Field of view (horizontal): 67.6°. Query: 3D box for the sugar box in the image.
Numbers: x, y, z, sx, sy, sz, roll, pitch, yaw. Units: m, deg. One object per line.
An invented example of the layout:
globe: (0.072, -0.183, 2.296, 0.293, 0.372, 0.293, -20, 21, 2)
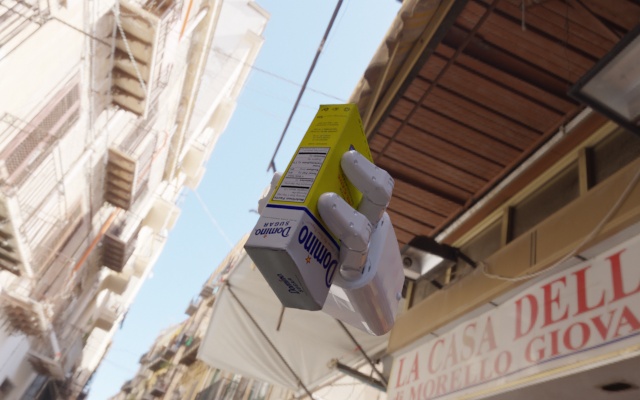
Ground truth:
sugar box: (0.001, 0.001, 0.435, 0.048, 0.176, 0.093, 2, -41, 25)
